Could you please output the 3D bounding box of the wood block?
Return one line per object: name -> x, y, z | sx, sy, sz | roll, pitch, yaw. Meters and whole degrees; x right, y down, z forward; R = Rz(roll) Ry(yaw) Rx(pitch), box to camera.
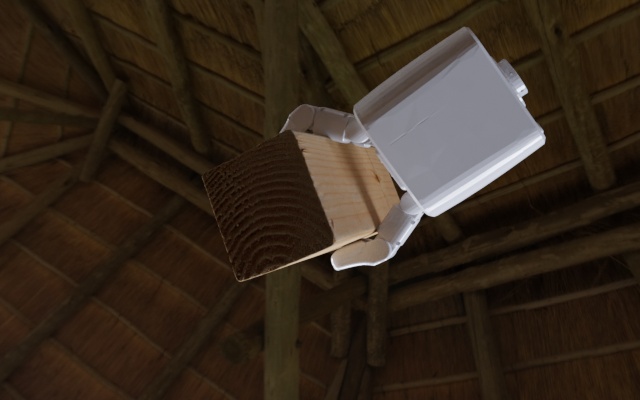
wood block -> 0.001, 0.002, 0.441 | 0.090, 0.091, 0.206 | -24, -8, 23
